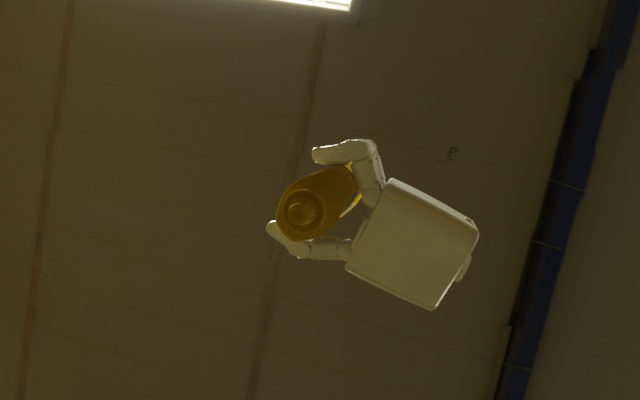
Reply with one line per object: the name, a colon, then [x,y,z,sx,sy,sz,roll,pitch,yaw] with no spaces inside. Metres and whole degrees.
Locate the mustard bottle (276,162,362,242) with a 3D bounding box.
mustard bottle: [0.000,0.001,0.516,0.096,0.058,0.191,-40,-2,14]
